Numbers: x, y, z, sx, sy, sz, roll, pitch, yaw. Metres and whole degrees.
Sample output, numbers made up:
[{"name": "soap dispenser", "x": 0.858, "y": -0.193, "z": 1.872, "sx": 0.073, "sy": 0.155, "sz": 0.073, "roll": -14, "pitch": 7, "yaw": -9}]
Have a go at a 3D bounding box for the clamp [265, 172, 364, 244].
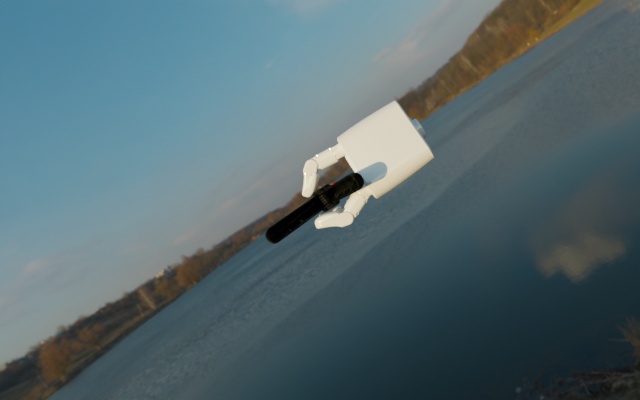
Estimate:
[{"name": "clamp", "x": 0.000, "y": 0.002, "z": 0.750, "sx": 0.164, "sy": 0.036, "sz": 0.210, "roll": -33, "pitch": 2, "yaw": 10}]
